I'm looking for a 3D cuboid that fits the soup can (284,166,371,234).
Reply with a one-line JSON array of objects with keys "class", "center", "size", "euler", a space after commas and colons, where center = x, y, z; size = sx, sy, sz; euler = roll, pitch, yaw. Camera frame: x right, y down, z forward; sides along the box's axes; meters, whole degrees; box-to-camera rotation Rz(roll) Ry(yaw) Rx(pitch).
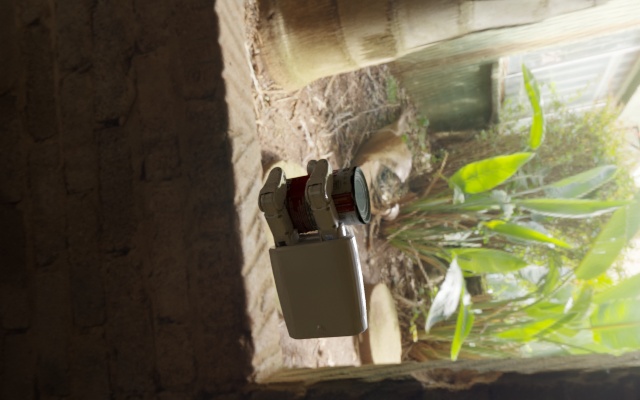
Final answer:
[{"class": "soup can", "center": [0.000, 0.001, 0.548], "size": [0.102, 0.068, 0.068], "euler": [-9, -3, 19]}]
